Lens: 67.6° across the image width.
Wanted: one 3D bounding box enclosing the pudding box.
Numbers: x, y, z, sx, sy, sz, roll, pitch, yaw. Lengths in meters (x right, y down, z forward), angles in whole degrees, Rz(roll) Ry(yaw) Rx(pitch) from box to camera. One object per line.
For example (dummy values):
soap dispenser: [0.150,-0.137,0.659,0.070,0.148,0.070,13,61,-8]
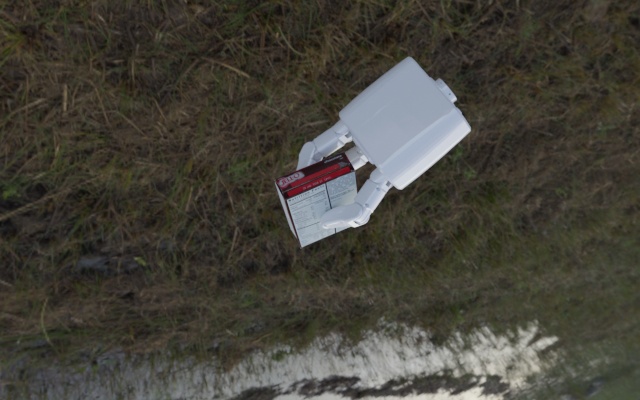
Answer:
pudding box: [0.000,0.002,0.585,0.090,0.039,0.114,-22,-38,-7]
